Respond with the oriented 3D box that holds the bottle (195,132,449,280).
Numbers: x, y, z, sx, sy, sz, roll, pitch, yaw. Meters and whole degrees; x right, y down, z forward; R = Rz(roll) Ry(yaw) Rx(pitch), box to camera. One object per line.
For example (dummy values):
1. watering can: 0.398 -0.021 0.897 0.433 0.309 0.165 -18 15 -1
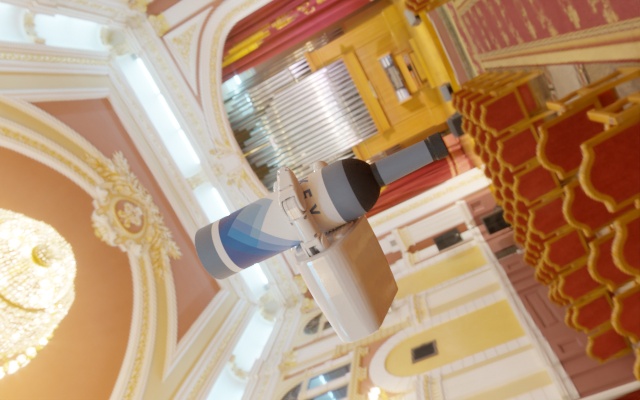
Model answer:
1. bottle: 0.000 0.002 0.533 0.296 0.069 0.069 -26 -6 13
